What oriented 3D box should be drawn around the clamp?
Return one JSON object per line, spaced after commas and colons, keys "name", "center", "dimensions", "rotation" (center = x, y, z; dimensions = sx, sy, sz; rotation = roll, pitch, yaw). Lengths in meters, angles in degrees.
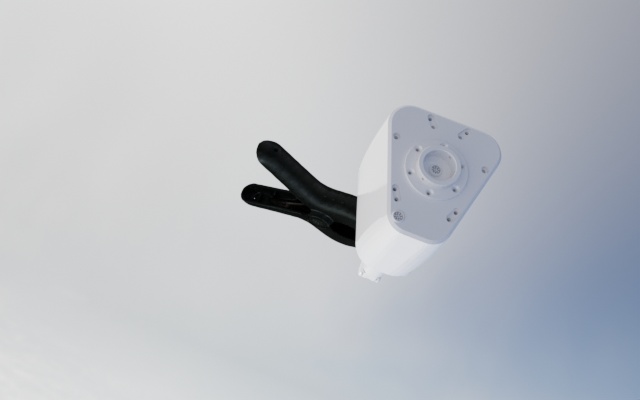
{"name": "clamp", "center": [0.000, 0.002, 0.472], "dimensions": [0.171, 0.039, 0.120], "rotation": [21, -20, 1]}
